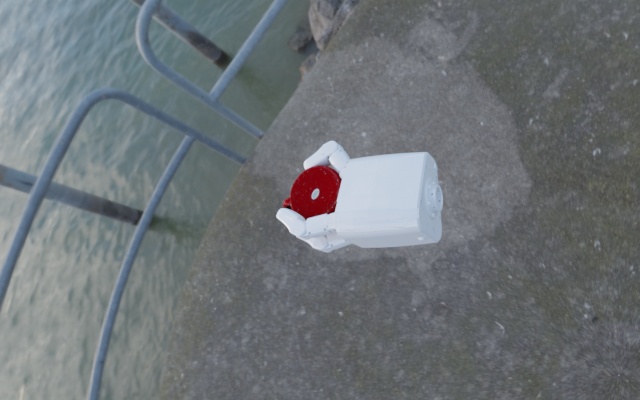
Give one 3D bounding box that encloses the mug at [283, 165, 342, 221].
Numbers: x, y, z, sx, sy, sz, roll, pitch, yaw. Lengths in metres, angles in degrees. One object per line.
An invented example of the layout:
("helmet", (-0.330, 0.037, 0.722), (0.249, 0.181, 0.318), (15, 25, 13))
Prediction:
("mug", (-0.001, 0.002, 0.675), (0.117, 0.093, 0.081), (-6, -20, 29))
